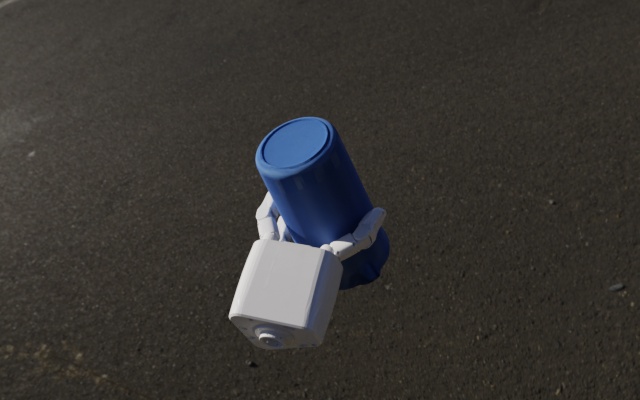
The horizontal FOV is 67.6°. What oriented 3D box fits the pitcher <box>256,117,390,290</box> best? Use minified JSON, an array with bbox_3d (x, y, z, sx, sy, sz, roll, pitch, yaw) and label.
[{"bbox_3d":[0.000,0.002,0.668,0.149,0.145,0.243,-1,-41,24],"label":"pitcher"}]
